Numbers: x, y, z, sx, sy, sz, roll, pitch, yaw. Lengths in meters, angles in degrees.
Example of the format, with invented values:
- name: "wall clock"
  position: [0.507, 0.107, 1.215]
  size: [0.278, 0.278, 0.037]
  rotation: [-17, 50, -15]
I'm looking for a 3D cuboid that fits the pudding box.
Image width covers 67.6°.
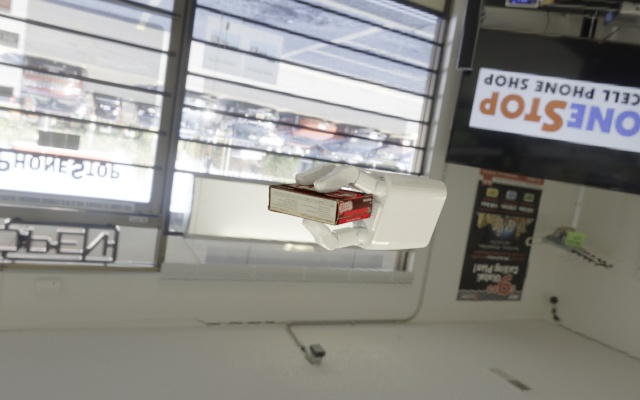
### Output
- name: "pudding box"
  position: [0.000, 0.002, 0.637]
  size: [0.113, 0.039, 0.090]
  rotation: [9, 9, 33]
